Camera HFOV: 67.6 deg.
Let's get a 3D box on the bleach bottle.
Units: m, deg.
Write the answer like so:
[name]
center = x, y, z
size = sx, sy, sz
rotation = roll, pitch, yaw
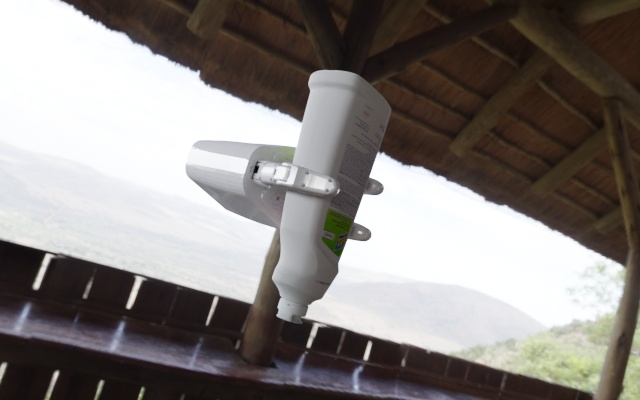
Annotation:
[bleach bottle]
center = 0.000, 0.002, 0.498
size = 0.068, 0.251, 0.102
rotation = 13, -7, 37
